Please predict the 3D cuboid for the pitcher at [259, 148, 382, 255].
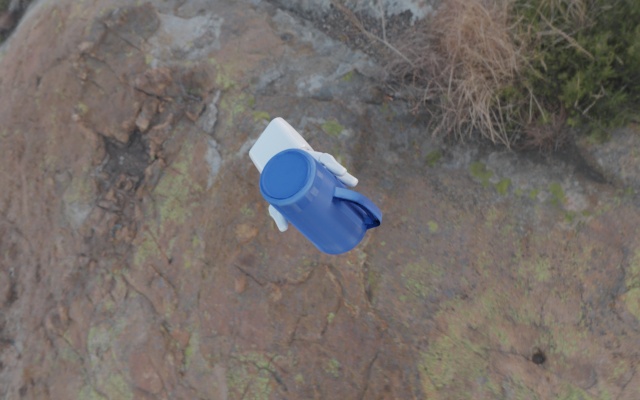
[{"bbox_3d":[0.000,0.003,0.887,0.149,0.145,0.243,-40,-34,4],"label":"pitcher"}]
